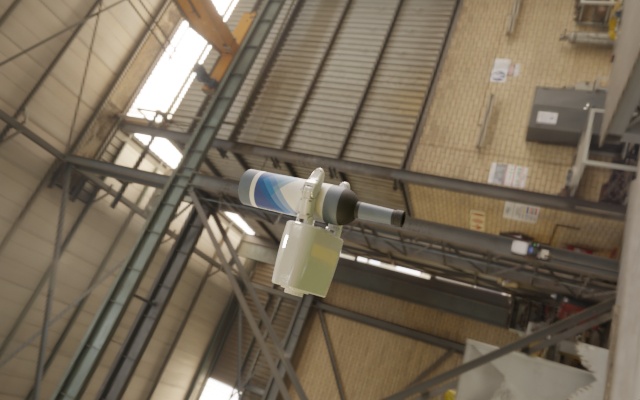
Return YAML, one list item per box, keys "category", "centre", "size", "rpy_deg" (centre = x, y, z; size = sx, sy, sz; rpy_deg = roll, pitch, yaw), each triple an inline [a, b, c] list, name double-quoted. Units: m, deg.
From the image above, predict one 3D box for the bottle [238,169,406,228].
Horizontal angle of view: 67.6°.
- category: "bottle"
  centre: [0.000, 0.003, 0.823]
  size: [0.295, 0.069, 0.069]
  rpy_deg: [12, 4, 23]
